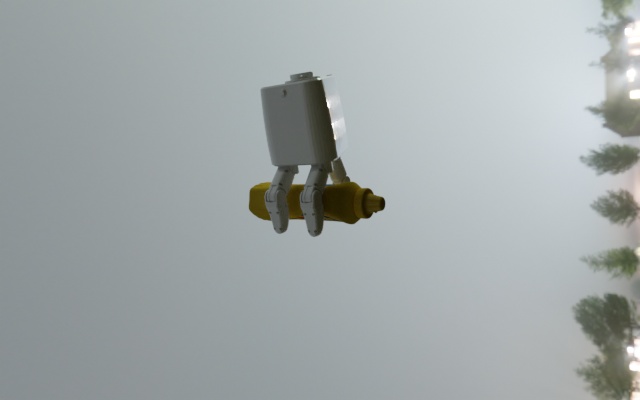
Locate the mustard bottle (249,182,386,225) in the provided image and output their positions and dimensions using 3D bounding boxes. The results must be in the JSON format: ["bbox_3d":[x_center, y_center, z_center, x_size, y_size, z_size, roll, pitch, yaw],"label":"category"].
[{"bbox_3d":[0.000,0.003,0.667,0.191,0.058,0.096,1,-6,32],"label":"mustard bottle"}]
